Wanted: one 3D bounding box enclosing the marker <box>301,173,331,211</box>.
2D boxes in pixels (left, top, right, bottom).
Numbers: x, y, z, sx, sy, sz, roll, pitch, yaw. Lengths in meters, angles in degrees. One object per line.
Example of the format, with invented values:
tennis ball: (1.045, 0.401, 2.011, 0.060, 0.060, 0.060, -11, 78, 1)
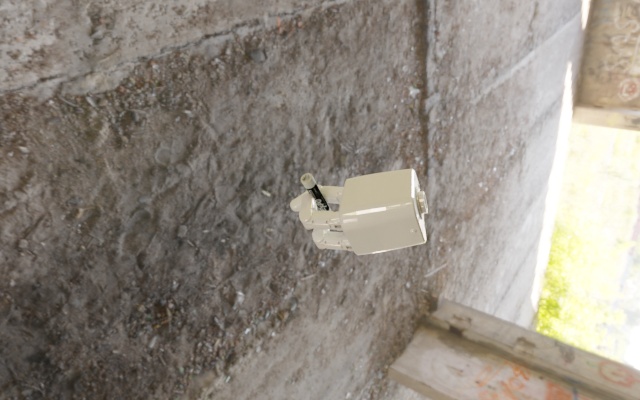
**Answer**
marker: (0.000, 0.002, 0.751, 0.020, 0.020, 0.121, 0, -37, 26)
